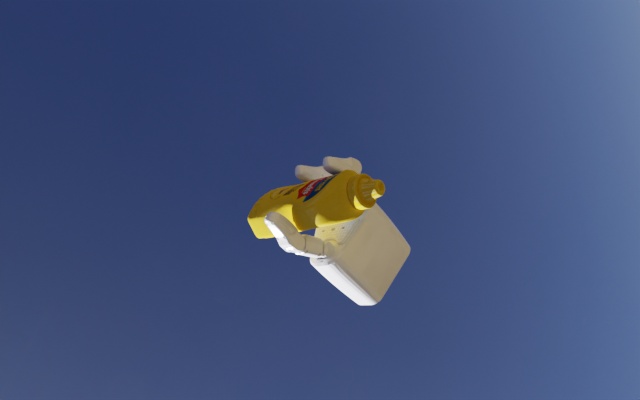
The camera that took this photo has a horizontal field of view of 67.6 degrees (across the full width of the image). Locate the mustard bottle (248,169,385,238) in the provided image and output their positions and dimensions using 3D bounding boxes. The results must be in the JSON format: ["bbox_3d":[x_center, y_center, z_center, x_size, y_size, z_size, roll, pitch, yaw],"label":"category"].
[{"bbox_3d":[0.000,0.002,0.597,0.191,0.058,0.096,-13,17,44],"label":"mustard bottle"}]
